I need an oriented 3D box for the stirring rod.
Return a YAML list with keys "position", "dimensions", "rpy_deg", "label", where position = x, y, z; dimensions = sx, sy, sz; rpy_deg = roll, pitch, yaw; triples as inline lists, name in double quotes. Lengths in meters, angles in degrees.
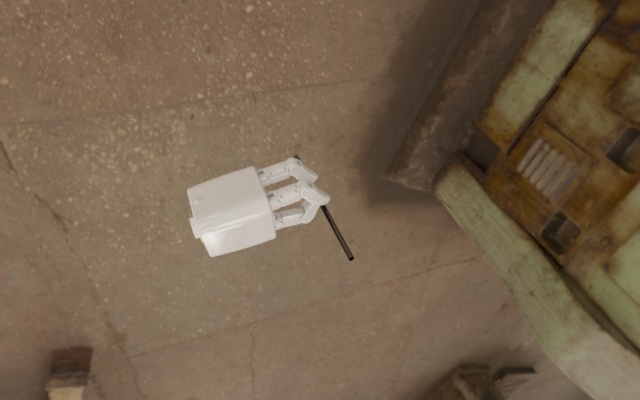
- position: [0.000, 0.002, 0.726]
  dimensions: [0.011, 0.011, 0.239]
  rpy_deg: [0, 39, -27]
  label: "stirring rod"
